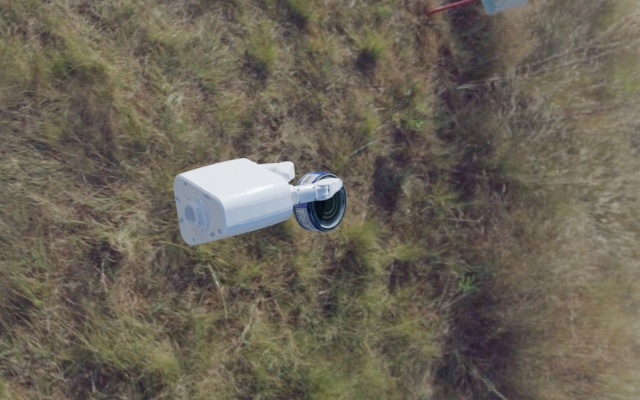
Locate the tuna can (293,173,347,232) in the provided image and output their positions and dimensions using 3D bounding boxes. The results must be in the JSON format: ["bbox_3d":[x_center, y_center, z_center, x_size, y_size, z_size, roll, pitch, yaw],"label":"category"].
[{"bbox_3d":[0.001,0.002,0.693,0.034,0.086,0.086,3,2,41],"label":"tuna can"}]
